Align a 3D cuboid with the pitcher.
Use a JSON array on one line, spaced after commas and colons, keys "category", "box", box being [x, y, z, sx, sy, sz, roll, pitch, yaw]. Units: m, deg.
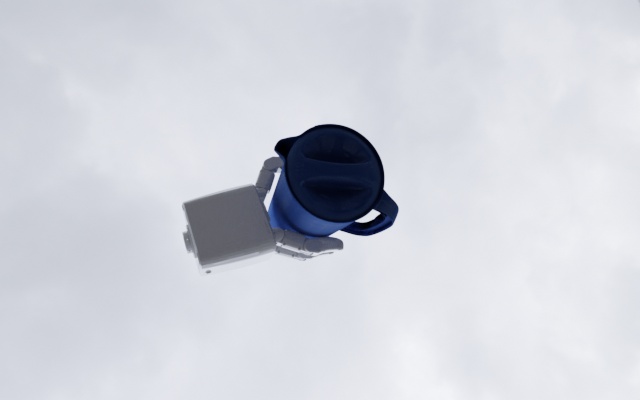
[{"category": "pitcher", "box": [0.000, 0.002, 0.707, 0.145, 0.149, 0.243, -16, -12, -19]}]
